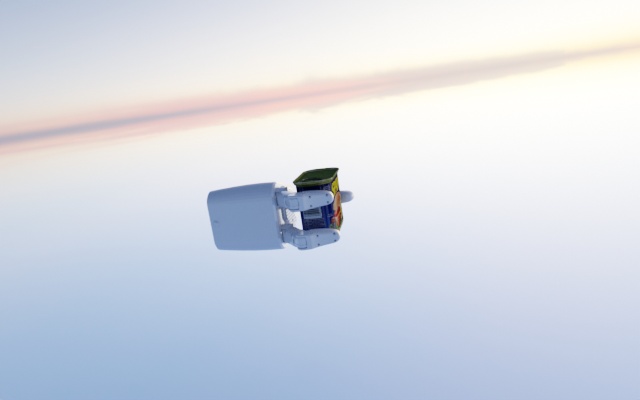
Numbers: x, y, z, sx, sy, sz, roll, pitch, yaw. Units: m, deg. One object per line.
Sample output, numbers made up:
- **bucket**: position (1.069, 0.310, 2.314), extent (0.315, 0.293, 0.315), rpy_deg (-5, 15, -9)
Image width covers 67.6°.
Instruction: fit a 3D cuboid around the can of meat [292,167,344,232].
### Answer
- **can of meat**: position (0.000, 0.003, 0.696), extent (0.057, 0.084, 0.102), rpy_deg (-5, 13, 11)
